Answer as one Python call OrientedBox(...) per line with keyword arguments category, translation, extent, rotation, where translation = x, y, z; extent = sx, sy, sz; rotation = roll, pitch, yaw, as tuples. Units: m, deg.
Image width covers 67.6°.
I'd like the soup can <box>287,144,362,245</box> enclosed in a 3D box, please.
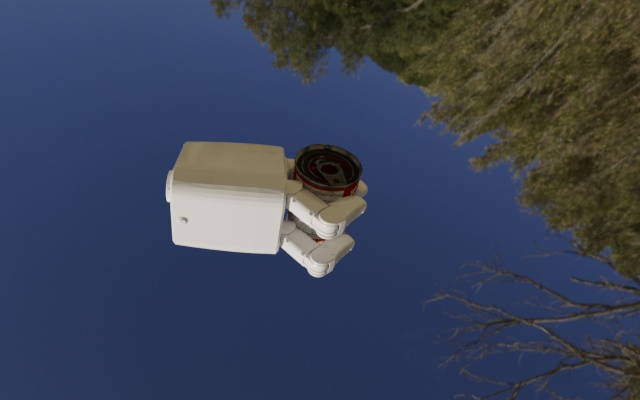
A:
OrientedBox(category="soup can", translation=(0.001, 0.002, 0.502), extent=(0.068, 0.102, 0.068), rotation=(7, 41, -6))
